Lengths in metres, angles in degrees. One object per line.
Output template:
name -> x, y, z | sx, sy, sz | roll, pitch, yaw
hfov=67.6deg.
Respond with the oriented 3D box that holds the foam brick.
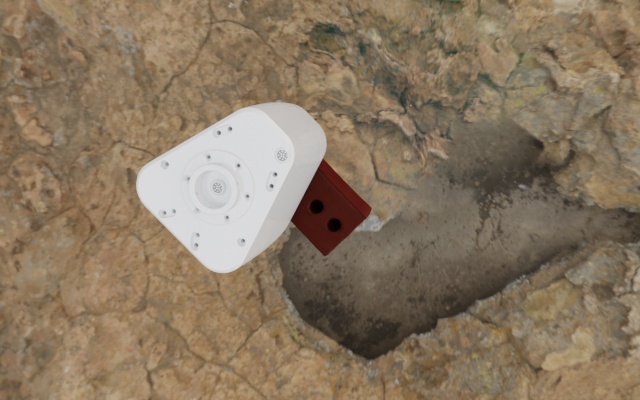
foam brick -> 0.000, 0.002, 0.432 | 0.053, 0.078, 0.051 | -44, 1, 14
